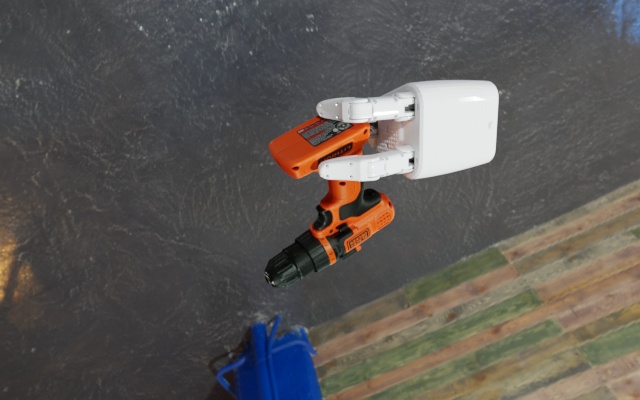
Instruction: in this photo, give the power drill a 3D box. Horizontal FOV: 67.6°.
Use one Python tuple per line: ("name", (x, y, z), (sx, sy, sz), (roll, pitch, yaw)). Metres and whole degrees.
("power drill", (0.000, 0.001, 0.543), (0.184, 0.188, 0.057), (-33, 49, -18))
